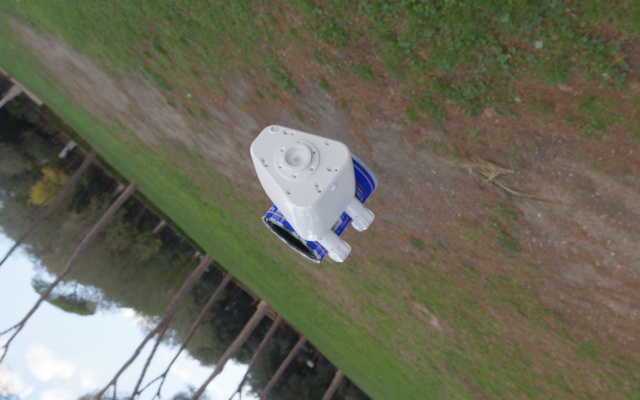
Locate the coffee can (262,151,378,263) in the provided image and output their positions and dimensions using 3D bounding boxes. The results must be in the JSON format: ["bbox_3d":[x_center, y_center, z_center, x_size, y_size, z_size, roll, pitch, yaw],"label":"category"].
[{"bbox_3d":[0.000,0.002,0.675,0.103,0.140,0.103,35,-15,10],"label":"coffee can"}]
